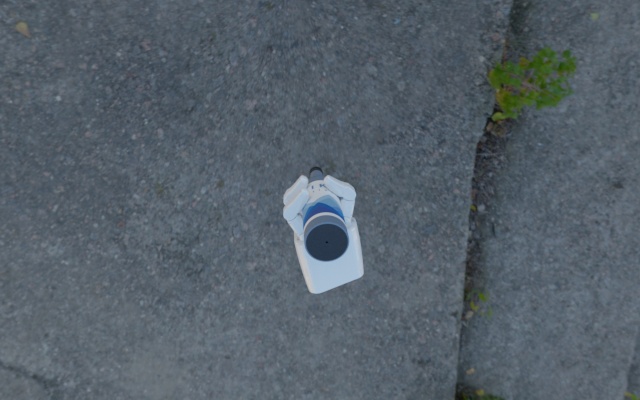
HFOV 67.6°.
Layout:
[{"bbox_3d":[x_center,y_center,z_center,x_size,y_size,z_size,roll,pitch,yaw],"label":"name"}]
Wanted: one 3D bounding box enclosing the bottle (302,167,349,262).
[{"bbox_3d":[0.000,0.003,0.831,0.069,0.069,0.295,0,24,-4],"label":"bottle"}]
